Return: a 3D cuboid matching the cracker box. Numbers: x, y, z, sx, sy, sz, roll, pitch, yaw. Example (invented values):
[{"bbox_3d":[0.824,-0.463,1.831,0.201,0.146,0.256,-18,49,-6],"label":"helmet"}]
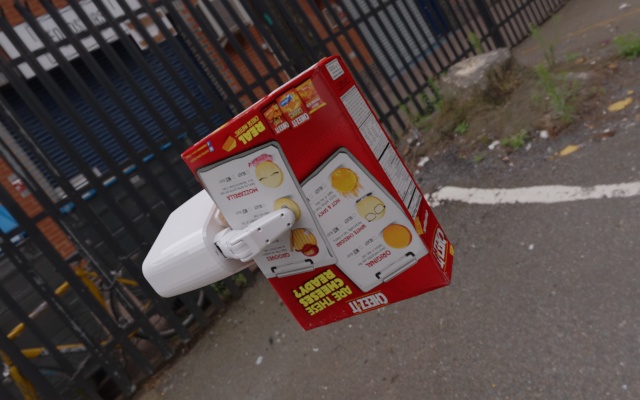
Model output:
[{"bbox_3d":[0.000,0.001,0.444,0.164,0.214,0.072,-26,15,30],"label":"cracker box"}]
